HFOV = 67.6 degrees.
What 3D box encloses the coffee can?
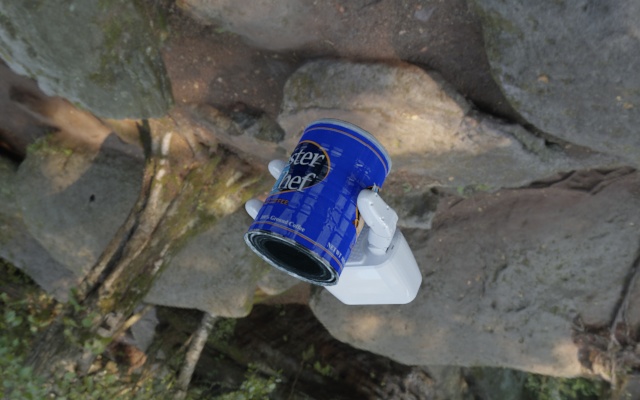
[{"bbox_3d":[0.000,0.001,0.491,0.103,0.140,0.103,23,-24,11],"label":"coffee can"}]
